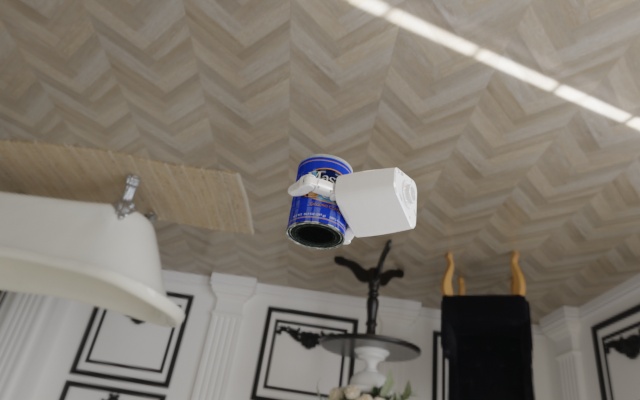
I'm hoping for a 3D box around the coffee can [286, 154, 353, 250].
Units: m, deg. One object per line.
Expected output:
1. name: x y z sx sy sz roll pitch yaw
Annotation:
1. coffee can: 0.000 0.003 0.852 0.103 0.140 0.103 6 -30 4
